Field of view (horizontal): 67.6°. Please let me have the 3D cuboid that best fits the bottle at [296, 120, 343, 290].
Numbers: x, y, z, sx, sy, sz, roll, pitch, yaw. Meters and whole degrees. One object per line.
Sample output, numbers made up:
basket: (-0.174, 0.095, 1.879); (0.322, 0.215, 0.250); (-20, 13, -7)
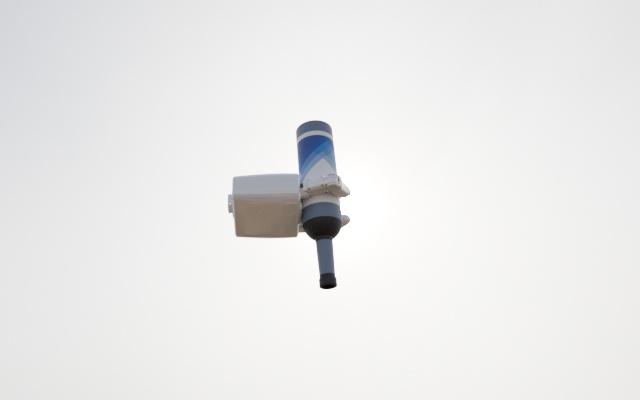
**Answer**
bottle: (0.000, 0.002, 0.791); (0.069, 0.295, 0.069); (-4, -30, -2)
